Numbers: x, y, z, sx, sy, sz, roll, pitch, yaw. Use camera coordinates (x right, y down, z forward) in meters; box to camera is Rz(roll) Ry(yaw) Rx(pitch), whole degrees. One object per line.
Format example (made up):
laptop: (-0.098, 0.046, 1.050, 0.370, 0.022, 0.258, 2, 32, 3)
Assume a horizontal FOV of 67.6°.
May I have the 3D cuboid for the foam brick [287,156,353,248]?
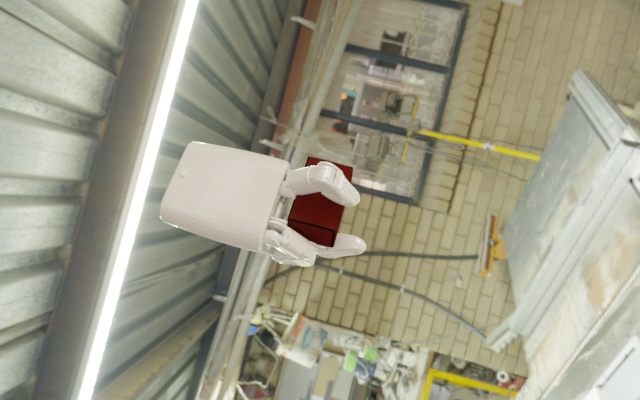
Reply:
foam brick: (0.000, 0.001, 0.509, 0.051, 0.078, 0.053, 15, -25, 5)
